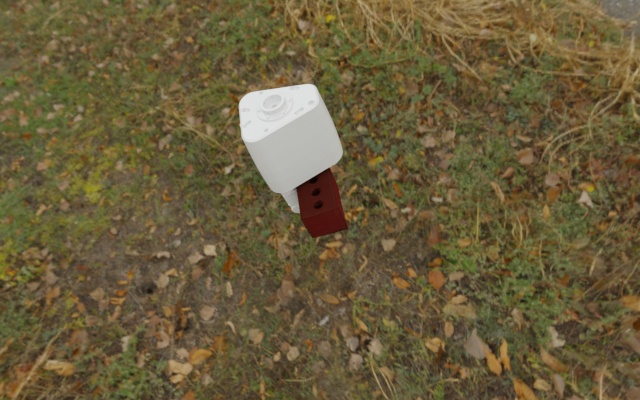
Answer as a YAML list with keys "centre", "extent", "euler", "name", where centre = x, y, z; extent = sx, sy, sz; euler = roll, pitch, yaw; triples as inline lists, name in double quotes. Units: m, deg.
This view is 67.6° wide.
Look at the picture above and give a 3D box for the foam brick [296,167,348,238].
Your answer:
- centre: [0.000, 0.002, 0.653]
  extent: [0.053, 0.078, 0.051]
  euler: [-18, -38, 7]
  name: "foam brick"
